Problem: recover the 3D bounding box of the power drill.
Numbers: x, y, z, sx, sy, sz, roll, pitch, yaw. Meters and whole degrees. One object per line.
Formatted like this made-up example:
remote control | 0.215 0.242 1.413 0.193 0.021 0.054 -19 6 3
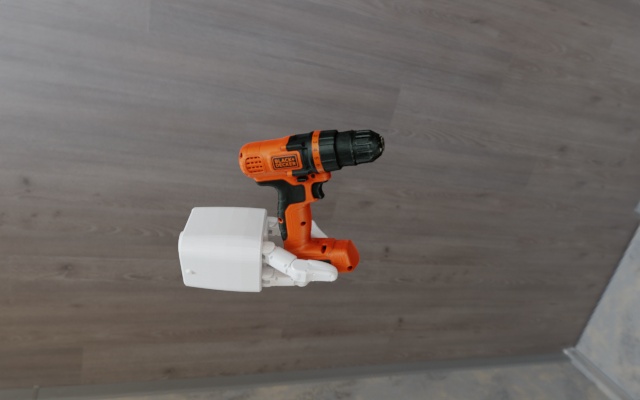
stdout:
power drill | 0.000 0.002 0.618 0.184 0.188 0.057 -4 22 17
